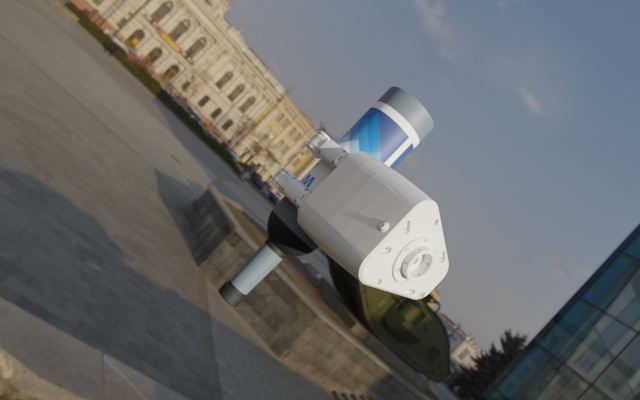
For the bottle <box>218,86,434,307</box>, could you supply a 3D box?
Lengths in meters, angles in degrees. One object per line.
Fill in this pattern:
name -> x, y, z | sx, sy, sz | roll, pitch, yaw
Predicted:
bottle -> 0.000, 0.002, 0.529 | 0.069, 0.295, 0.069 | 44, -2, 2
